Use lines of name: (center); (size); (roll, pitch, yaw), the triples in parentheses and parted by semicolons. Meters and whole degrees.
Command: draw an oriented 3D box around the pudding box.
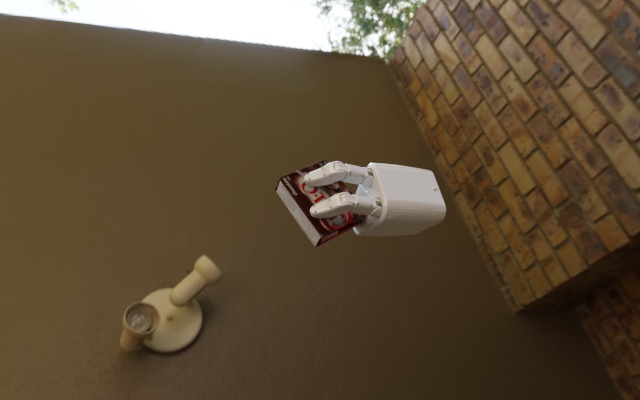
pudding box: (0.000, 0.002, 0.707); (0.090, 0.113, 0.039); (-25, -24, -34)
